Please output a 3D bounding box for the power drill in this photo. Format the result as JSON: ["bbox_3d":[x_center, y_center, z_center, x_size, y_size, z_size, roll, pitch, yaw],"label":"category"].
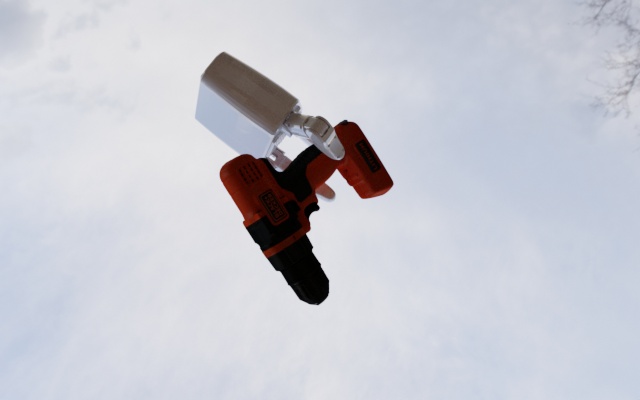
[{"bbox_3d":[0.000,0.001,0.556,0.187,0.184,0.057,-34,5,-34],"label":"power drill"}]
